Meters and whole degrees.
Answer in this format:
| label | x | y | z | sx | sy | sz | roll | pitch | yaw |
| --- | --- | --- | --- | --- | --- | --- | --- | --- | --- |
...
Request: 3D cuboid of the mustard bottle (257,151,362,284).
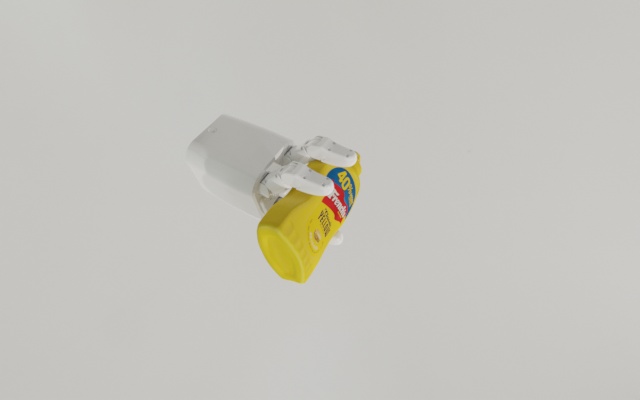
| label | x | y | z | sx | sy | sz | roll | pitch | yaw |
| --- | --- | --- | --- | --- | --- | --- | --- | --- | --- |
| mustard bottle | 0.000 | 0.002 | 0.585 | 0.058 | 0.096 | 0.191 | 8 | 45 | 33 |
